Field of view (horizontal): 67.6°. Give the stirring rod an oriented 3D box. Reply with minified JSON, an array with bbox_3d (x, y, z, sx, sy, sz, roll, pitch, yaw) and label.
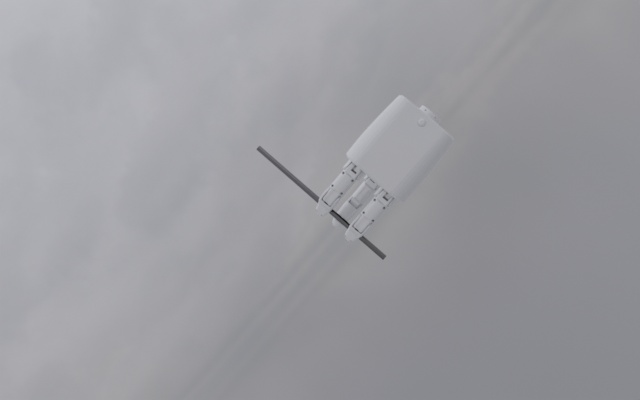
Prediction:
[{"bbox_3d":[0.000,0.002,0.683,0.239,0.011,0.011,41,4,5],"label":"stirring rod"}]
